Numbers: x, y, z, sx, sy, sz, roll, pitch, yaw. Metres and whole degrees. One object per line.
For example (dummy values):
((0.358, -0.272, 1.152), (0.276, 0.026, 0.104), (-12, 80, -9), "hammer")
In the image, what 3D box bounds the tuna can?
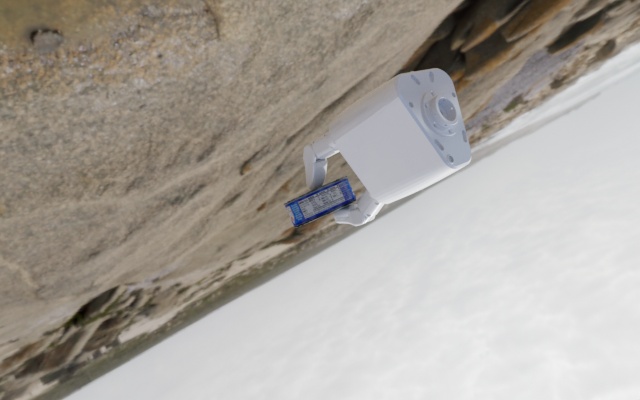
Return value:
((0.000, 0.002, 0.589), (0.086, 0.034, 0.086), (-24, 0, 0), "tuna can")
